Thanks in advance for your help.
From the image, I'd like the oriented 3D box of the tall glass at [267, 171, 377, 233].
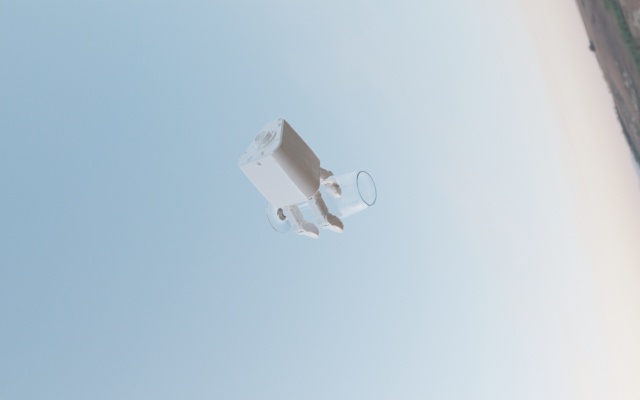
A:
[{"bbox_3d":[0.000,0.003,0.865,0.201,0.079,0.079,-17,-9,34],"label":"tall glass"}]
